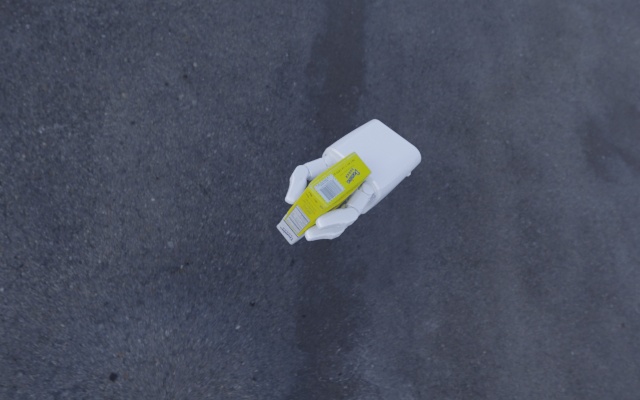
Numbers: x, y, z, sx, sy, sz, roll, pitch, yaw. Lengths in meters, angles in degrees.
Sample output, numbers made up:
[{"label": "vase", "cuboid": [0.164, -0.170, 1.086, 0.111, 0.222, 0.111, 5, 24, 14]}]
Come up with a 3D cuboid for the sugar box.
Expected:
[{"label": "sugar box", "cuboid": [0.001, 0.003, 0.712, 0.093, 0.048, 0.176, -37, -8, -28]}]
